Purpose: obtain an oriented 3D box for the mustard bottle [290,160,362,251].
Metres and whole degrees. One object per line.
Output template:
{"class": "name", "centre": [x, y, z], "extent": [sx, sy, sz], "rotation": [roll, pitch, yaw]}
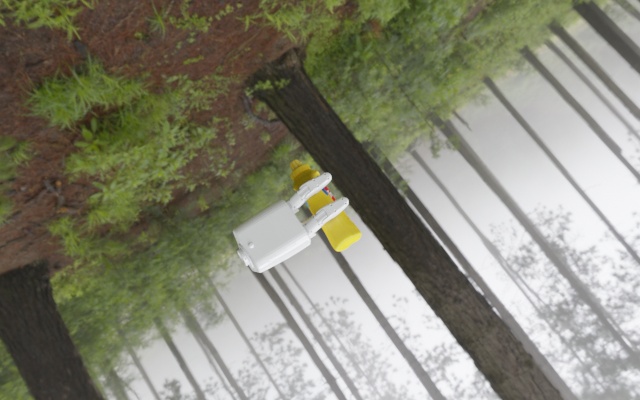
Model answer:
{"class": "mustard bottle", "centre": [0.001, 0.003, 0.895], "extent": [0.058, 0.191, 0.096], "rotation": [-37, -14, 6]}
